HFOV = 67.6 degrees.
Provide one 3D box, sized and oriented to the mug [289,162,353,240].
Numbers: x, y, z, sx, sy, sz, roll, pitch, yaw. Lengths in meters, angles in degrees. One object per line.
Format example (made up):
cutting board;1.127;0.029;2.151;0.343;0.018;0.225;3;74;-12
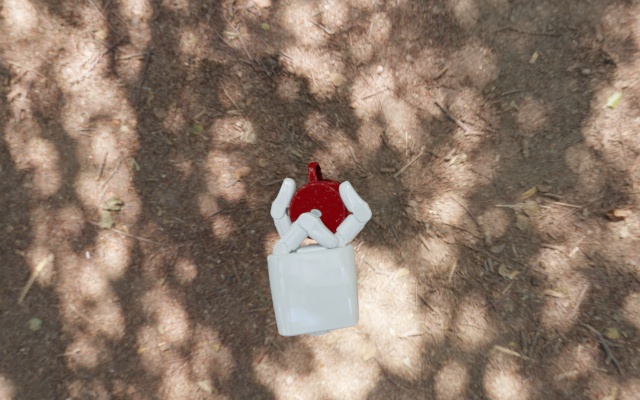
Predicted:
mug;0.000;0.001;0.686;0.093;0.117;0.081;-8;0;9
